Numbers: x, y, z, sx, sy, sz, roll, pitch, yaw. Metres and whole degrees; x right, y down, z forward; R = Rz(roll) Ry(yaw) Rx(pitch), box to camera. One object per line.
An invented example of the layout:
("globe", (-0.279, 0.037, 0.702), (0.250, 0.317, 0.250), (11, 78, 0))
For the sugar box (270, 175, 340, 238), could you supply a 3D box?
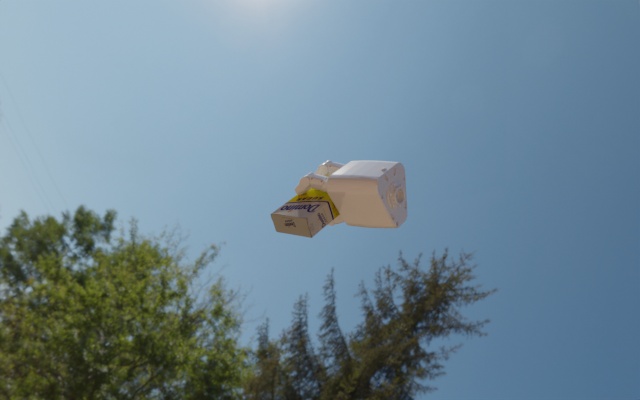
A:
("sugar box", (0.000, 0.002, 0.893), (0.093, 0.048, 0.176), (5, 30, 41))
